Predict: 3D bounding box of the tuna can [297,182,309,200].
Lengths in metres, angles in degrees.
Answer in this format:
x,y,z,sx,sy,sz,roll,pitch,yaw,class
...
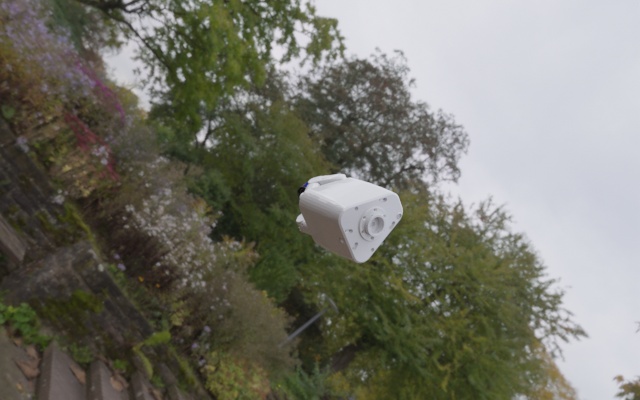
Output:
x,y,z,sx,sy,sz,roll,pitch,yaw,class
0.001,0.002,0.835,0.033,0.086,0.086,-38,16,-22,tuna can
